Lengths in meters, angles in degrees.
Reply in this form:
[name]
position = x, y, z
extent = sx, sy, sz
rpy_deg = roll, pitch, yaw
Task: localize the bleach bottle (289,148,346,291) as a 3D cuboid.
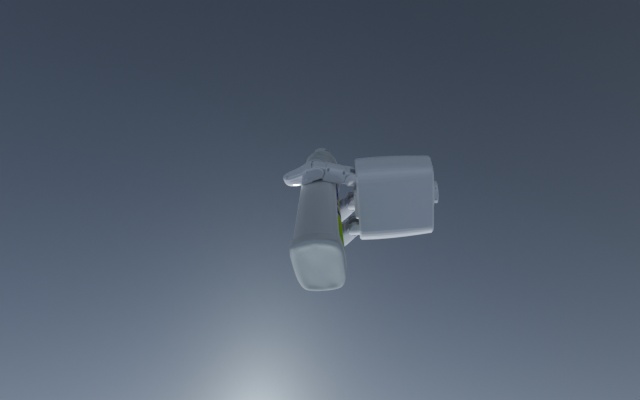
[bleach bottle]
position = 0.000, 0.002, 0.690
extent = 0.068, 0.103, 0.250
rpy_deg = -5, 42, 6
